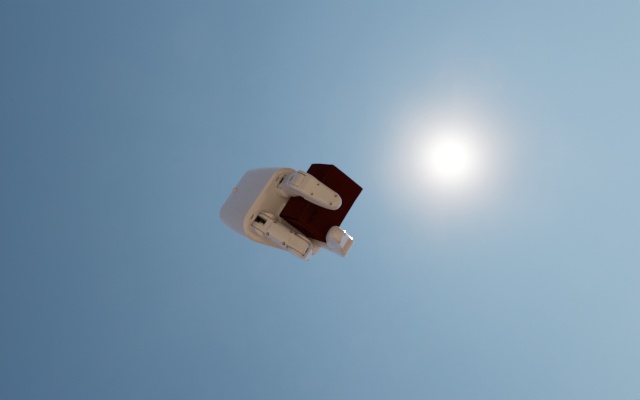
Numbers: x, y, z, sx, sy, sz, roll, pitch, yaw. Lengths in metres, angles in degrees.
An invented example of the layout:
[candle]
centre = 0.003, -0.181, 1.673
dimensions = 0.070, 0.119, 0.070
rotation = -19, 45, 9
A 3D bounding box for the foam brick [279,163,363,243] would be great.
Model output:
[foam brick]
centre = 0.000, 0.002, 0.559
dimensions = 0.053, 0.078, 0.051
rotation = 39, -14, -27
